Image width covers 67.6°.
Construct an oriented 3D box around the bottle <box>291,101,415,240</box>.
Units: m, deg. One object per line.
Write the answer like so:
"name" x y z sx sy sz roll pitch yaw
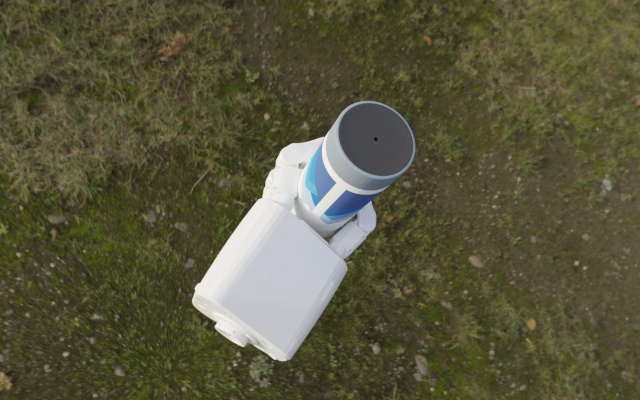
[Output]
"bottle" 0.000 0.001 0.495 0.069 0.069 0.296 0 -19 -18
